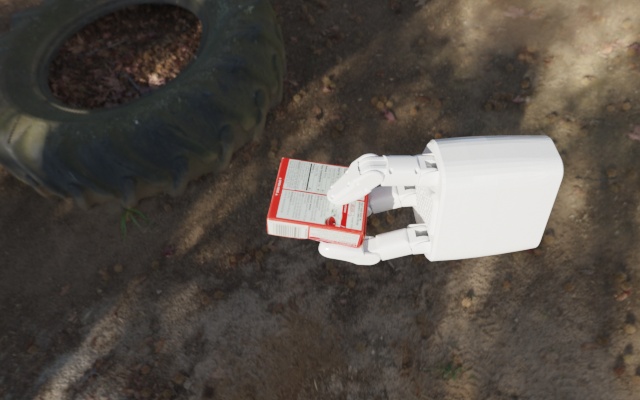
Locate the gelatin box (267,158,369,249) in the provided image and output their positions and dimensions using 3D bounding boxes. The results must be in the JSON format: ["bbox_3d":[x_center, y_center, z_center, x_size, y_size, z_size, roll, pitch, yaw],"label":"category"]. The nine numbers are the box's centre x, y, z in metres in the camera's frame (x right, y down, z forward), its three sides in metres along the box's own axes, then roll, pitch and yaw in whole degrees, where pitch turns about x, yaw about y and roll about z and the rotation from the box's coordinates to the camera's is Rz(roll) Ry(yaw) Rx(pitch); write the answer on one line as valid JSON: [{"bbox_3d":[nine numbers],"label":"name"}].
[{"bbox_3d":[0.000,0.001,0.447,0.089,0.073,0.030,9,-35,1],"label":"gelatin box"}]
